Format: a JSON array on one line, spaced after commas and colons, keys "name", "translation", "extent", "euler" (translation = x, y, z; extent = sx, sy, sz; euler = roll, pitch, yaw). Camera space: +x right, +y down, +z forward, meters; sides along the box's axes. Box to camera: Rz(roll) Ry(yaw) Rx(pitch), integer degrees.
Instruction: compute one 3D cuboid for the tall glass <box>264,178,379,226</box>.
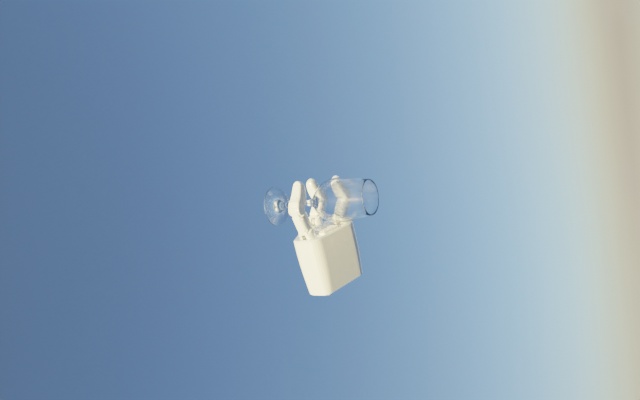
[{"name": "tall glass", "translation": [-0.001, 0.003, 0.844], "extent": [0.201, 0.079, 0.079], "euler": [-6, -3, 33]}]
